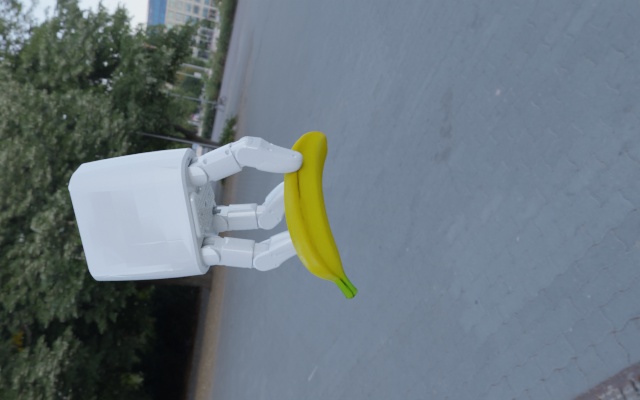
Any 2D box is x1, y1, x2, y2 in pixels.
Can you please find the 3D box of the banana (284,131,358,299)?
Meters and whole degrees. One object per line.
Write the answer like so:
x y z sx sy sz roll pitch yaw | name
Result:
-0.008 -0.005 0.454 0.037 0.197 0.070 -22 -38 19 | banana
